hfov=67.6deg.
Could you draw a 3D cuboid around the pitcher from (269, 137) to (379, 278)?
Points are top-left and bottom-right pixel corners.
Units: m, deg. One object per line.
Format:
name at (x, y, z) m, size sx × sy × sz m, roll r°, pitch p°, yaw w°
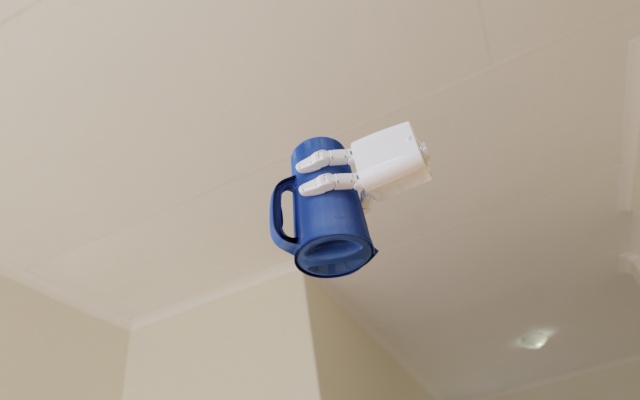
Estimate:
pitcher at (0.000, 0.003, 0.842) m, size 0.145 × 0.242 × 0.149 m, roll -21°, pitch -40°, yaw 14°
